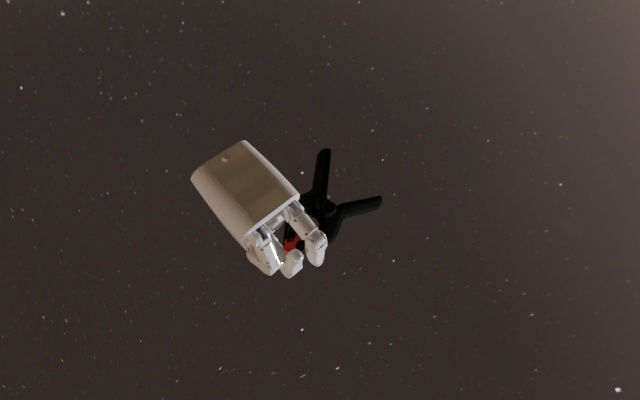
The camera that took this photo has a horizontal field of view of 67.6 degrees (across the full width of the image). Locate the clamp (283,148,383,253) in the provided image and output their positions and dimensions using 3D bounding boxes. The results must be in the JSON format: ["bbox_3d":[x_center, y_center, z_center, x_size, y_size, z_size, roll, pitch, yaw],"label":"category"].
[{"bbox_3d":[0.000,0.003,0.677,0.171,0.120,0.039,-37,-11,-33],"label":"clamp"}]
